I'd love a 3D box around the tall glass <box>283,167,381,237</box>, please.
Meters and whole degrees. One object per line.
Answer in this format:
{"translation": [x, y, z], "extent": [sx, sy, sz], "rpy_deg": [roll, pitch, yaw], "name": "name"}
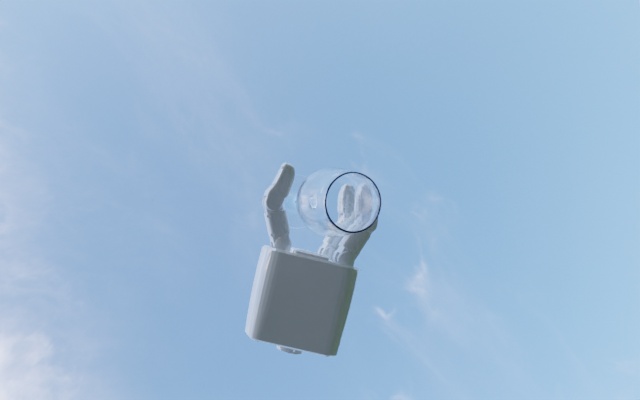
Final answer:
{"translation": [0.000, 0.002, 0.567], "extent": [0.079, 0.079, 0.201], "rpy_deg": [0, 0, -19], "name": "tall glass"}
